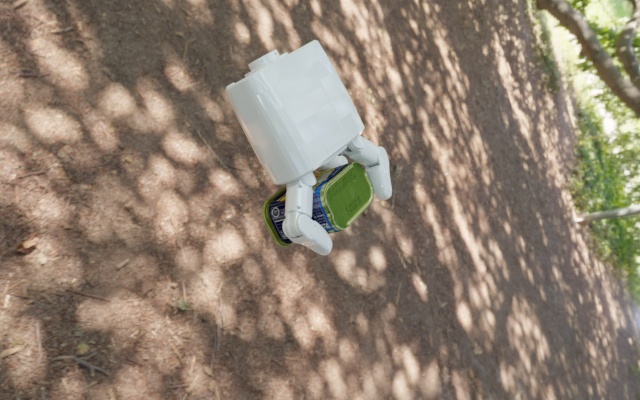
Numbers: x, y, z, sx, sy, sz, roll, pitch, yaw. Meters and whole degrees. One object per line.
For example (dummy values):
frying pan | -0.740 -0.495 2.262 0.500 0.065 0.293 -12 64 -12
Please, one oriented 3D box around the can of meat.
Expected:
can of meat | 0.000 0.002 0.525 0.084 0.057 0.102 -16 16 36
